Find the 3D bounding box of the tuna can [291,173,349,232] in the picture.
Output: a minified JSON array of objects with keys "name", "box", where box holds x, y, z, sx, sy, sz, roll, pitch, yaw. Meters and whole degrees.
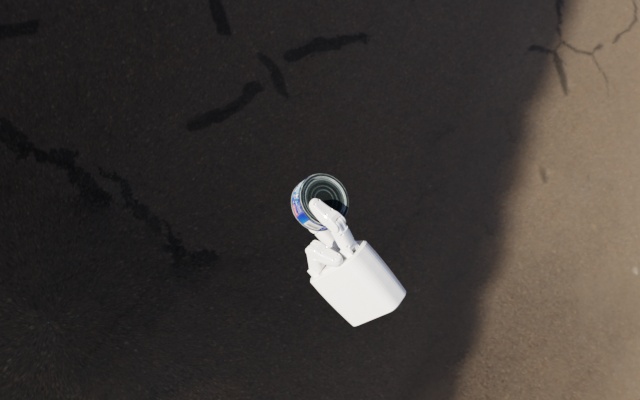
[{"name":"tuna can","box":[0.000,0.002,0.734,0.086,0.086,0.034,0,-17,-26]}]
